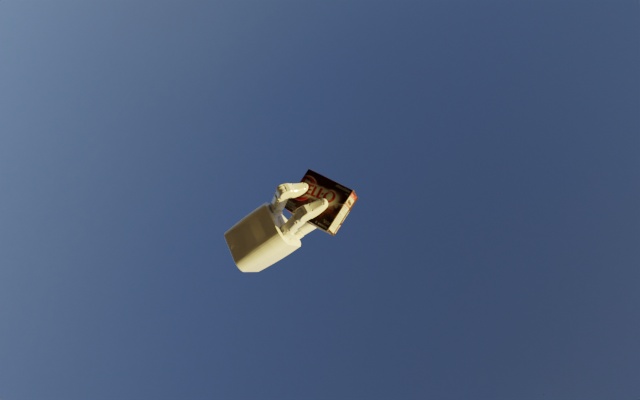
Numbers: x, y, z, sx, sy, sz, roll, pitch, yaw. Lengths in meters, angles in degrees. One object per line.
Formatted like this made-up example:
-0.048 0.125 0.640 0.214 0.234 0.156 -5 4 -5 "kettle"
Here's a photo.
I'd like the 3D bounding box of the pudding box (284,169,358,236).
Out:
0.000 0.003 0.893 0.113 0.090 0.039 28 -10 29 "pudding box"
